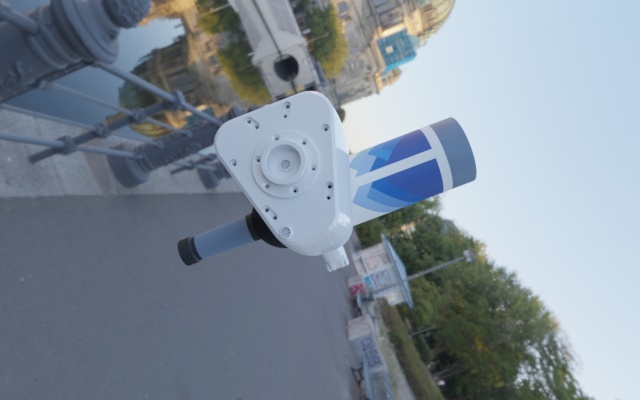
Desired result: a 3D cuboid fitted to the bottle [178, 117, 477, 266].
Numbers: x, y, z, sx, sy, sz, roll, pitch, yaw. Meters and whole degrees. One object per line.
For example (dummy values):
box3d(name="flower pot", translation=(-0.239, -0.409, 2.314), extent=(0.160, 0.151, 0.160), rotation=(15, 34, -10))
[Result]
box3d(name="bottle", translation=(0.000, 0.001, 0.472), extent=(0.296, 0.069, 0.069), rotation=(-21, -1, 3))
